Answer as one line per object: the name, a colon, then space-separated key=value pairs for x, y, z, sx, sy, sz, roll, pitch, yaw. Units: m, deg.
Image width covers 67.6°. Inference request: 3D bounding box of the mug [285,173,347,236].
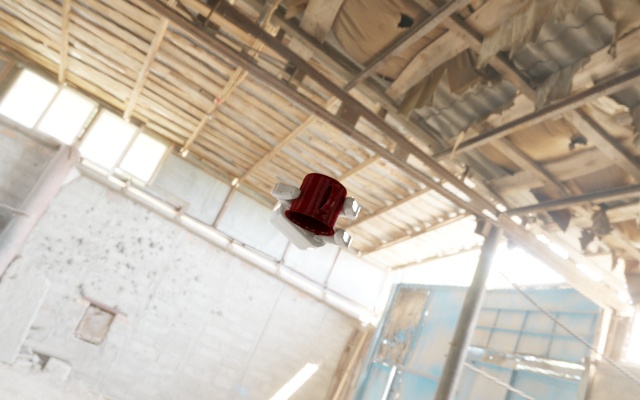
mug: x=0.001 y=0.002 z=0.818 sx=0.093 sy=0.081 sz=0.117 roll=28 pitch=-20 yaw=-12
